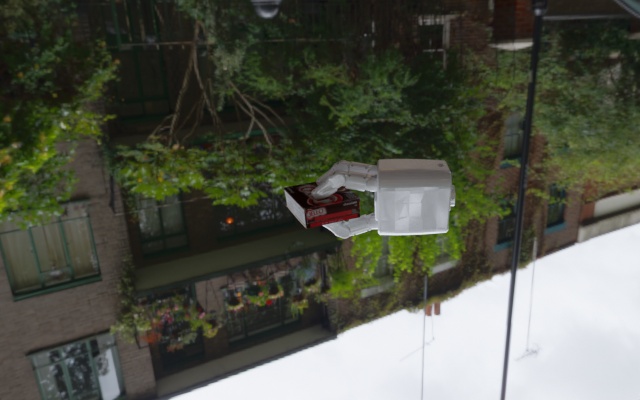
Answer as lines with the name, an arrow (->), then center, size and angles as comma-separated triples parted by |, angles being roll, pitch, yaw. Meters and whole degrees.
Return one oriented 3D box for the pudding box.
pudding box -> 0.000, 0.003, 0.754 | 0.090, 0.039, 0.113 | -10, 19, -18
